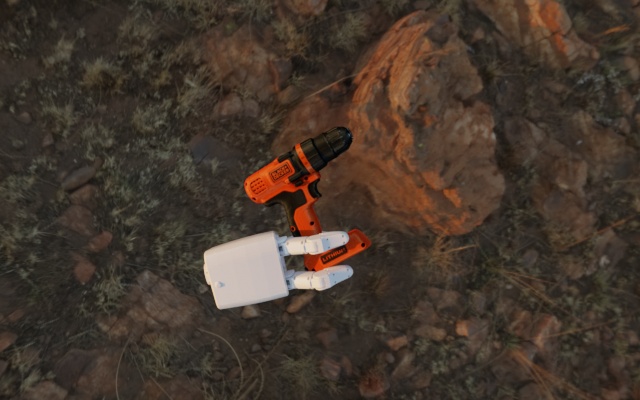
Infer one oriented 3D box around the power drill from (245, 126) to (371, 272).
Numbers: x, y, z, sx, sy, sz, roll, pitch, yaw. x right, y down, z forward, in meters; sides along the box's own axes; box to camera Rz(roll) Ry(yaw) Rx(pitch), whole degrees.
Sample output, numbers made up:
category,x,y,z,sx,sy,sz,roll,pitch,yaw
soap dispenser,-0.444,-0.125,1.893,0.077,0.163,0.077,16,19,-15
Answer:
category,x,y,z,sx,sy,sz,roll,pitch,yaw
power drill,0.000,0.003,0.725,0.184,0.187,0.057,-30,-4,12
